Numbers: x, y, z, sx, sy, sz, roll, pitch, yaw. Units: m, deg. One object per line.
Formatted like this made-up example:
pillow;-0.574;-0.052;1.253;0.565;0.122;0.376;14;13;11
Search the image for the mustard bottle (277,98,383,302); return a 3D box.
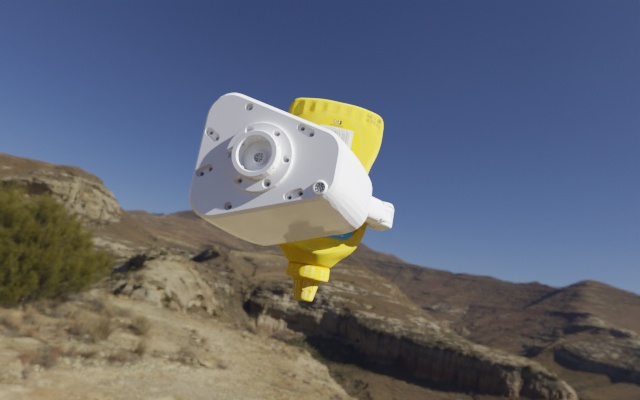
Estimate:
mustard bottle;0.000;0.001;0.468;0.096;0.191;0.058;11;-10;-7
